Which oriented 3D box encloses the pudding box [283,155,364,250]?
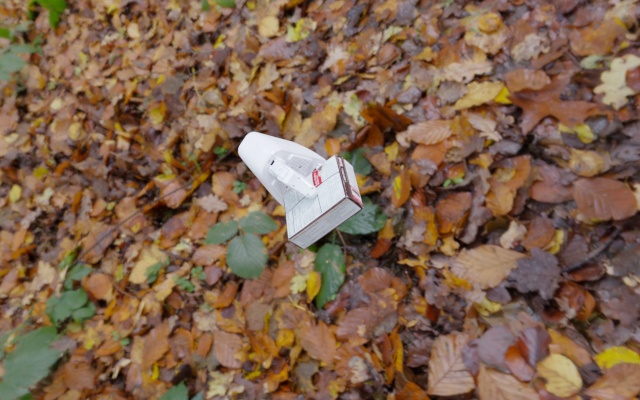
[{"bbox_3d":[0.000,0.002,0.667,0.113,0.090,0.039,-38,-49,26],"label":"pudding box"}]
